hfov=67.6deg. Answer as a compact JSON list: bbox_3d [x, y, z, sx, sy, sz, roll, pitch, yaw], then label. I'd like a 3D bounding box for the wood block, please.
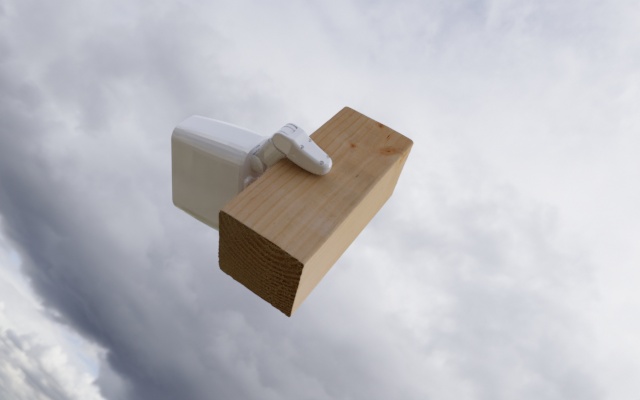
[{"bbox_3d":[0.000,0.001,0.482,0.090,0.091,0.206,31,49,16],"label":"wood block"}]
